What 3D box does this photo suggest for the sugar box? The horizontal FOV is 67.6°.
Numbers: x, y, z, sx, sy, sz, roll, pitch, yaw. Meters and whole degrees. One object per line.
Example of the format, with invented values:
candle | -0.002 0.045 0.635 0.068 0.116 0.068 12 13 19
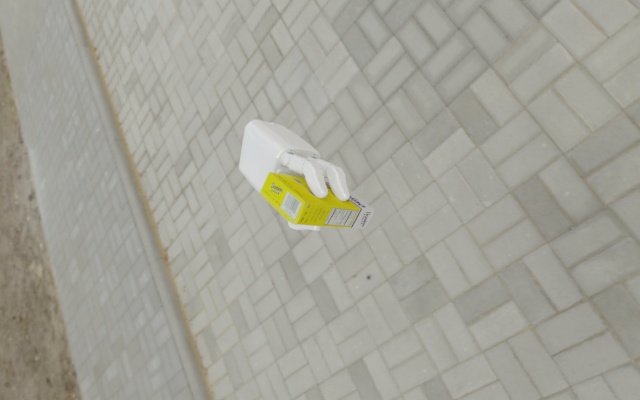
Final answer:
sugar box | 0.000 0.002 0.760 0.176 0.048 0.093 3 29 -48
